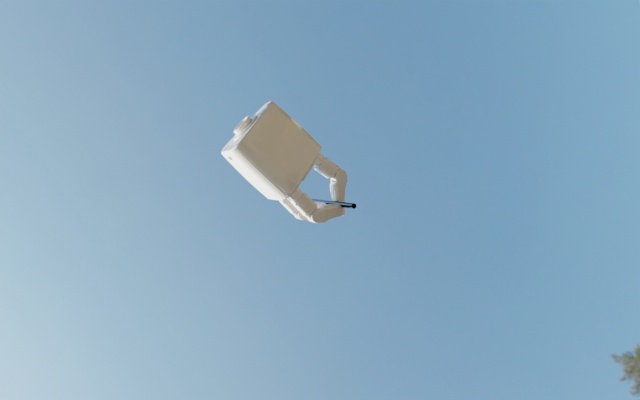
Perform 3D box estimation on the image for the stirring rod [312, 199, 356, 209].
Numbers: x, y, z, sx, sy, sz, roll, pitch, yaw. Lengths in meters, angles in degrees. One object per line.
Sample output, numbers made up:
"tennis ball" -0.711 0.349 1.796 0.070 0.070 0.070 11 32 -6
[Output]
"stirring rod" 0.000 0.003 0.808 0.011 0.011 0.239 0 3 -24
